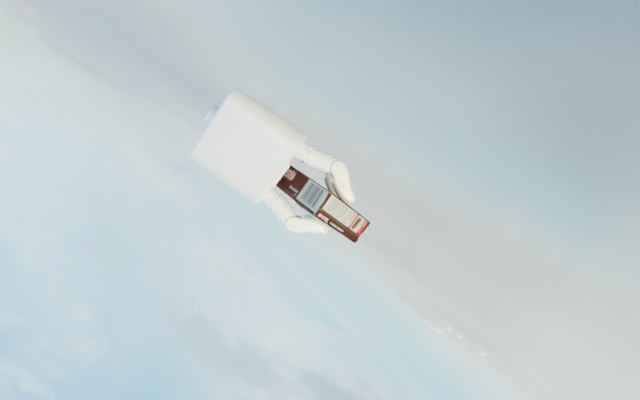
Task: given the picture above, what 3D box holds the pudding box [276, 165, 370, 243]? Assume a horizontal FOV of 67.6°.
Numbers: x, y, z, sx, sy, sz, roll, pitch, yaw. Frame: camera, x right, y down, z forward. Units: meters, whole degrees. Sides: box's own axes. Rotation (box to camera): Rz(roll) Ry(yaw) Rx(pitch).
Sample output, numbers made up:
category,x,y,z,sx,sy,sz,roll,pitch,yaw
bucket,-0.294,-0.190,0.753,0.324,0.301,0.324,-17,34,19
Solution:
category,x,y,z,sx,sy,sz,roll,pitch,yaw
pudding box,0.000,0.002,0.634,0.090,0.039,0.113,35,3,-40
